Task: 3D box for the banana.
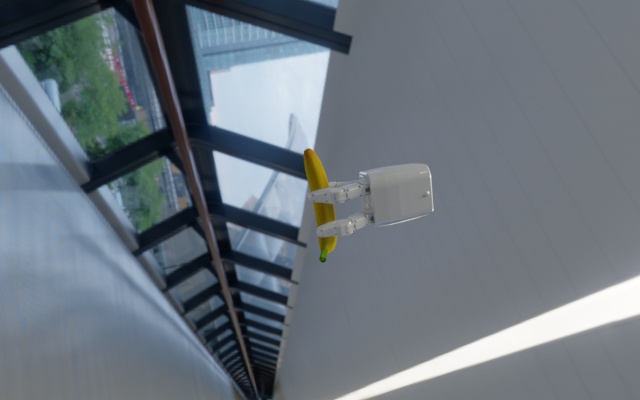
[{"bbox_3d":[0.003,0.006,0.846,0.037,0.198,0.069,-10,-1,6],"label":"banana"}]
